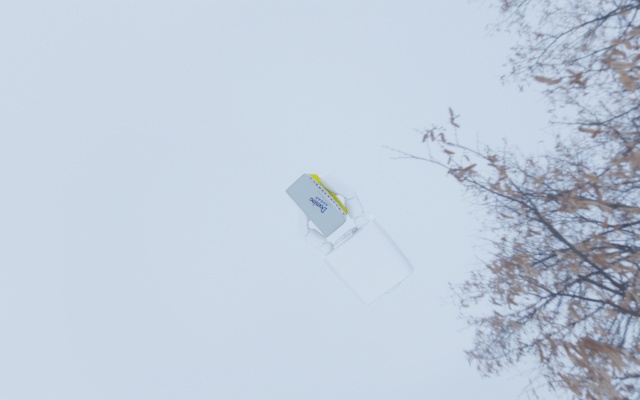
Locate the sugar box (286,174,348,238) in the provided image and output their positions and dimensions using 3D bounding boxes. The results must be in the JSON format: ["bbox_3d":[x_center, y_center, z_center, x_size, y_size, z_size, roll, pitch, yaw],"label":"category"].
[{"bbox_3d":[0.001,0.002,0.762,0.048,0.093,0.176,-42,0,3],"label":"sugar box"}]
